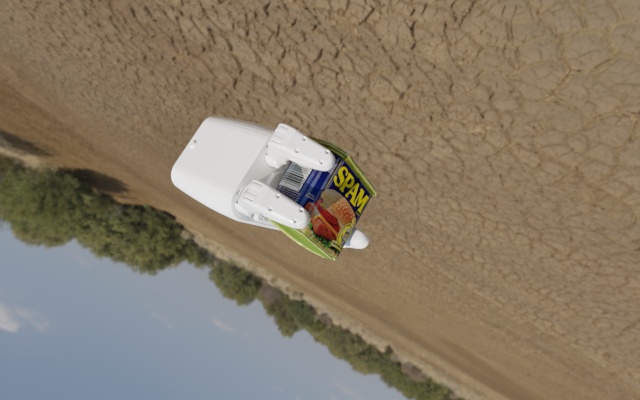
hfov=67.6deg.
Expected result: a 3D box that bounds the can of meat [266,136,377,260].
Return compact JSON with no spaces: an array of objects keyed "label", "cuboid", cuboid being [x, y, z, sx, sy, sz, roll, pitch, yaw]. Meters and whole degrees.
[{"label":"can of meat","cuboid":[0.000,0.002,0.461,0.057,0.084,0.102,22,-14,35]}]
